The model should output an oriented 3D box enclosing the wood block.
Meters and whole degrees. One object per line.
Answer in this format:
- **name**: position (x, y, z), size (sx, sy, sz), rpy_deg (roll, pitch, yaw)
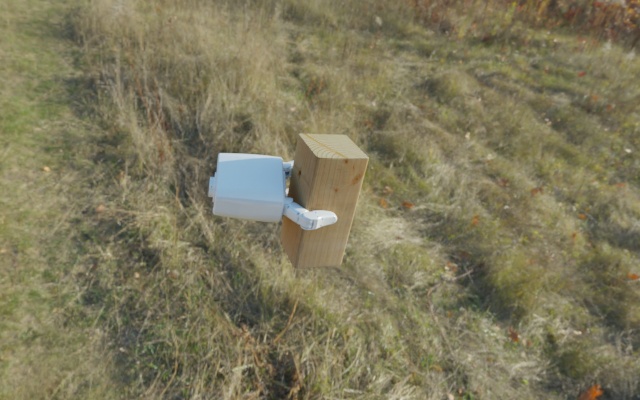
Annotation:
- **wood block**: position (0.000, 0.003, 0.795), size (0.090, 0.206, 0.090), rpy_deg (-1, 32, -24)
